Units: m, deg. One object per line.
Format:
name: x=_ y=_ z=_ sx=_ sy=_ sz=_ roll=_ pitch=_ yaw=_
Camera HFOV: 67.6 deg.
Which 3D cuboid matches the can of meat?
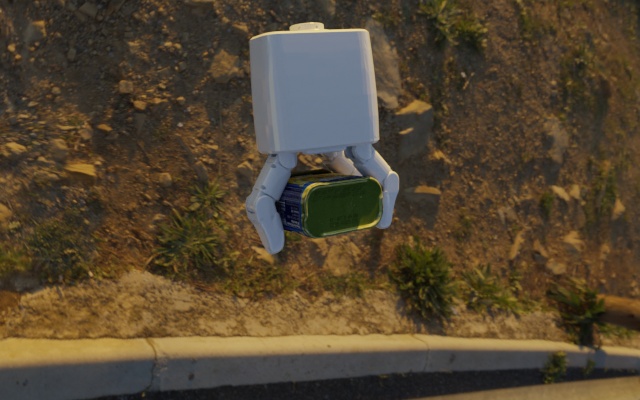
can of meat: x=0.000 y=0.002 z=0.480 sx=0.102 sy=0.057 sz=0.084 roll=-9 pitch=11 yaw=-35
